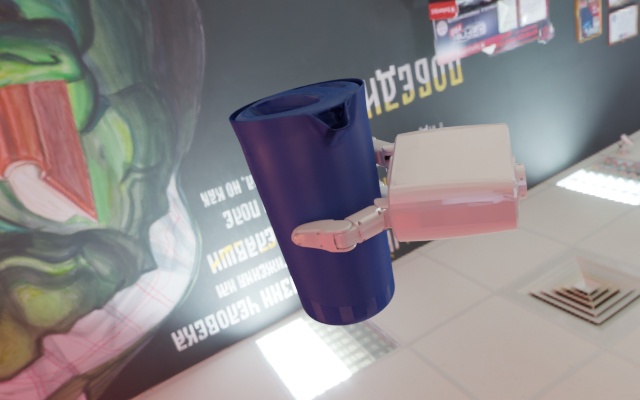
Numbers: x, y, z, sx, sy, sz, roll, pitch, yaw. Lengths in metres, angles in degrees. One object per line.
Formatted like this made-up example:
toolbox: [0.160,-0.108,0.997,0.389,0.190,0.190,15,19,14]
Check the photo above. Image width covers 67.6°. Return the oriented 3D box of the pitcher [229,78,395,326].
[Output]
pitcher: [0.000,0.002,0.507,0.145,0.243,0.149,-6,24,21]
